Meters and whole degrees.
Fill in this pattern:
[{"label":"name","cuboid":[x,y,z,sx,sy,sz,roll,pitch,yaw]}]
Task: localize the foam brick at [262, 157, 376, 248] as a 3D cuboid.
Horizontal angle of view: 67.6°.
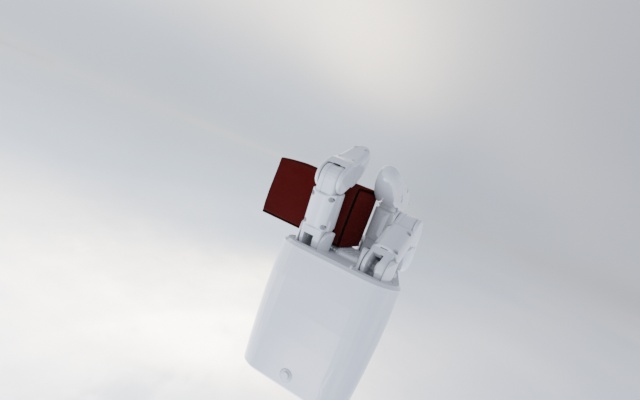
[{"label":"foam brick","cuboid":[0.000,0.001,0.410,0.078,0.051,0.053,24,7,24]}]
